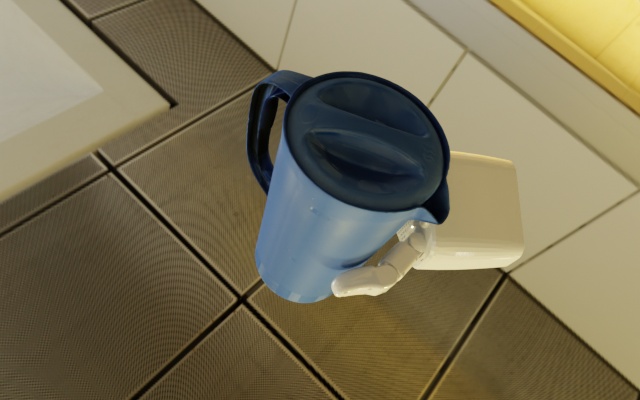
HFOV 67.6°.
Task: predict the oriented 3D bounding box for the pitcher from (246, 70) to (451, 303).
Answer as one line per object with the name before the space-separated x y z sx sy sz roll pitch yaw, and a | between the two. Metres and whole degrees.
pitcher | 0.000 0.002 0.454 0.145 0.149 0.243 2 -31 -17
